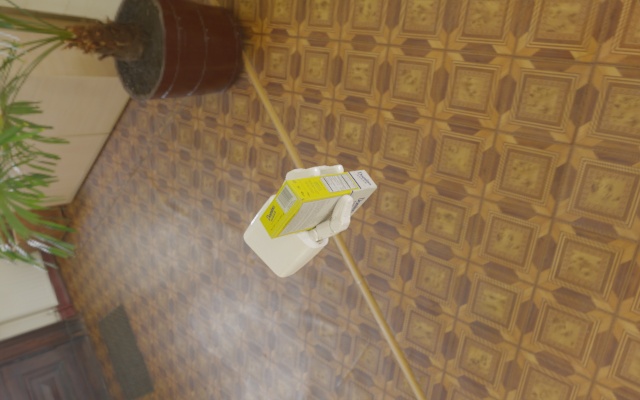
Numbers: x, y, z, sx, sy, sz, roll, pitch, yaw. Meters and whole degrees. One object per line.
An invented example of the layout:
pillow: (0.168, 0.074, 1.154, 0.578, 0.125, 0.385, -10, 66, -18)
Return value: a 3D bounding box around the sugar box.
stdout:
sugar box: (0.000, 0.002, 0.741, 0.176, 0.048, 0.093, -13, -29, -48)
